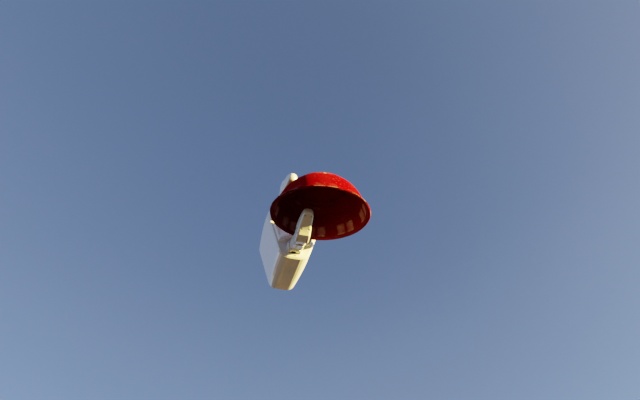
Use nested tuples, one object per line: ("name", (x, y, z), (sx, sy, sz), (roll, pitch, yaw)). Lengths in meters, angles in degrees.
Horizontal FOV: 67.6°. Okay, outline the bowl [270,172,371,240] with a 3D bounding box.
("bowl", (0.001, 0.002, 0.777), (0.162, 0.055, 0.162), (1, -34, 1))
